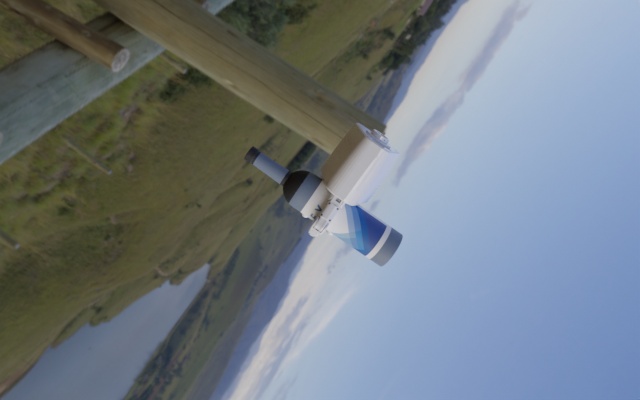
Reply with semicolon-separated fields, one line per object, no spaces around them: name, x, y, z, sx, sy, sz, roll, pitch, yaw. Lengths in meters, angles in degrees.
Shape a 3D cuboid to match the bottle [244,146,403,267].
bottle;0.000;0.003;0.811;0.296;0.069;0.069;34;-2;-2
